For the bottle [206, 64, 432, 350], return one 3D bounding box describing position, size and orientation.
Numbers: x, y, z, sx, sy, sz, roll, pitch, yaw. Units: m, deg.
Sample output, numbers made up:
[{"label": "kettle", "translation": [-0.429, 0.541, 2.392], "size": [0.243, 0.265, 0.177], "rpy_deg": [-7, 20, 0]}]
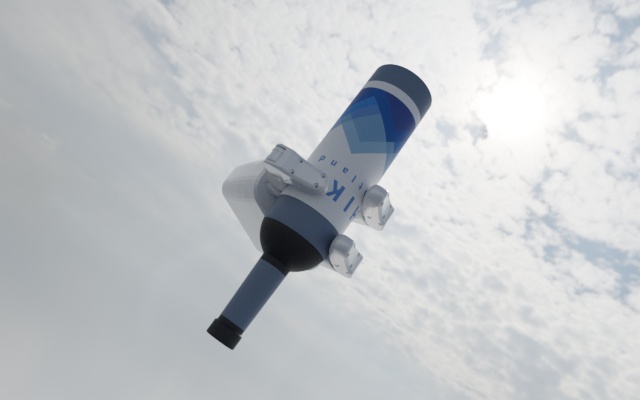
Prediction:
[{"label": "bottle", "translation": [0.000, 0.001, 0.434], "size": [0.069, 0.295, 0.069], "rpy_deg": [32, -18, 12]}]
